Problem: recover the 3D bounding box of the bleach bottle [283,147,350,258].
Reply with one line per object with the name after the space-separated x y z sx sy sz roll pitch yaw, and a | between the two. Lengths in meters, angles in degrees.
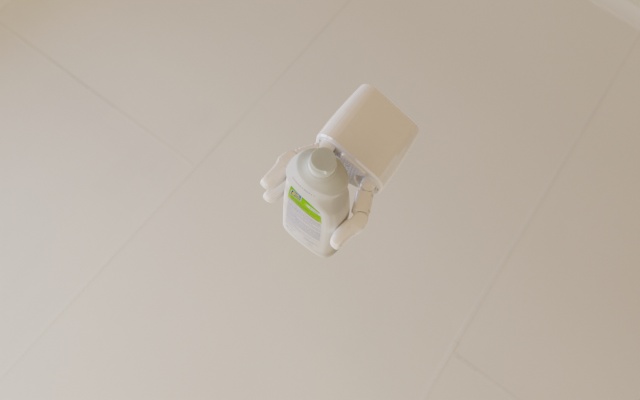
0.000 0.002 0.628 0.102 0.068 0.251 35 -18 7 | bleach bottle
